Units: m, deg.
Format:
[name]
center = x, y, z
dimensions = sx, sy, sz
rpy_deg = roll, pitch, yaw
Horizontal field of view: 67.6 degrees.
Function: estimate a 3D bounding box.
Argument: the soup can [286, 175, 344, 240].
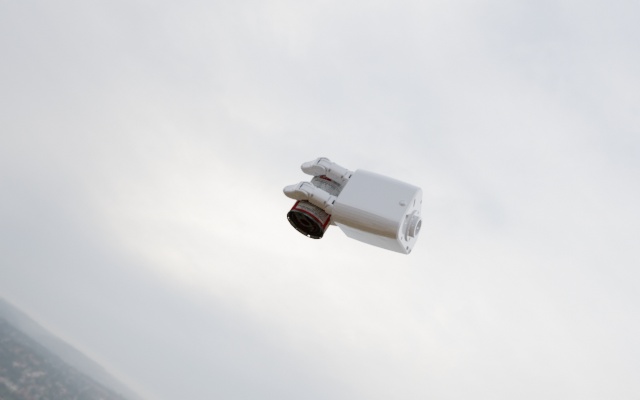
[soup can]
center = 0.000, 0.002, 0.768
dimensions = 0.068, 0.102, 0.069
rpy_deg = 25, -30, 16
